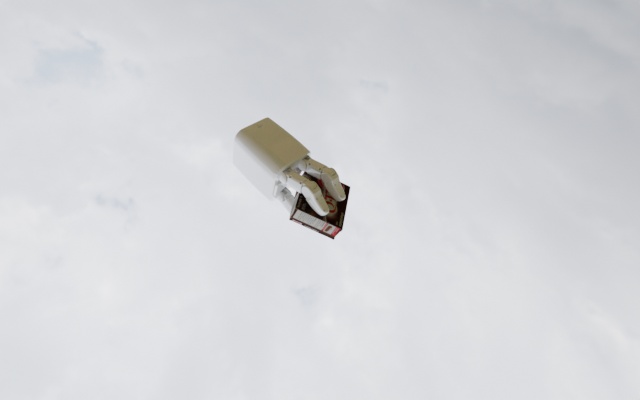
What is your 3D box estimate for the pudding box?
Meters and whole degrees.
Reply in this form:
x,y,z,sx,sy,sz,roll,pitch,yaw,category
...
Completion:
x,y,z,sx,sy,sz,roll,pitch,yaw,category
0.000,0.003,0.836,0.090,0.113,0.039,24,-44,-11,pudding box
